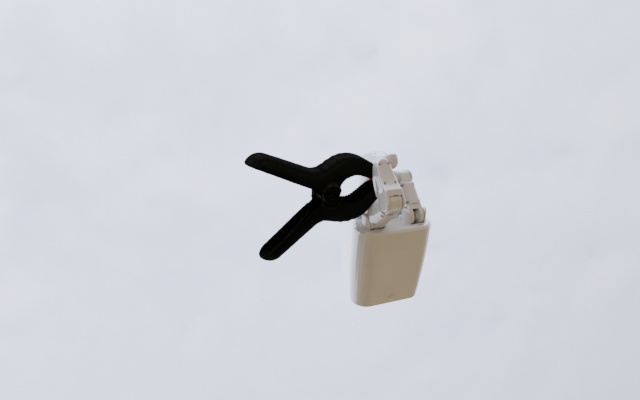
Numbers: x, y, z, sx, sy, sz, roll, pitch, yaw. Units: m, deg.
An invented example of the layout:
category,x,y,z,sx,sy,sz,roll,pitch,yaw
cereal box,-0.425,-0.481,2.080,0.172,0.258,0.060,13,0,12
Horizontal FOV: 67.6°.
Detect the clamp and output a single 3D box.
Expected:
category,x,y,z,sx,sy,sz,roll,pitch,yaw
clamp,0.000,0.001,0.524,0.171,0.120,0.039,-6,28,-22
